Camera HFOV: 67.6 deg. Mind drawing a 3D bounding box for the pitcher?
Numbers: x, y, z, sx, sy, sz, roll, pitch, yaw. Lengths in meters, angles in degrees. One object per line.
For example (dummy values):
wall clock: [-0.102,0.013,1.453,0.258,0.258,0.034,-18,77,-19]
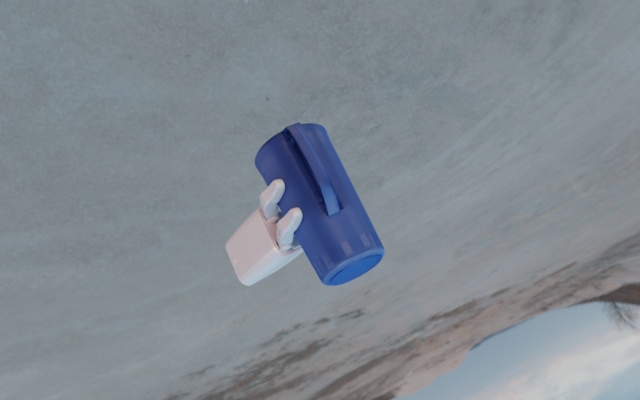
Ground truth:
pitcher: [0.000,0.003,0.750,0.145,0.242,0.149,-42,-26,29]
